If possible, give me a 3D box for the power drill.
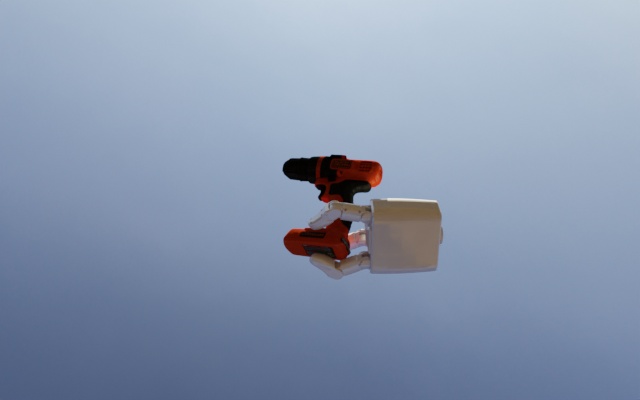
[{"bbox_3d":[0.000,0.003,0.807,0.184,0.187,0.057,4,-32,22],"label":"power drill"}]
